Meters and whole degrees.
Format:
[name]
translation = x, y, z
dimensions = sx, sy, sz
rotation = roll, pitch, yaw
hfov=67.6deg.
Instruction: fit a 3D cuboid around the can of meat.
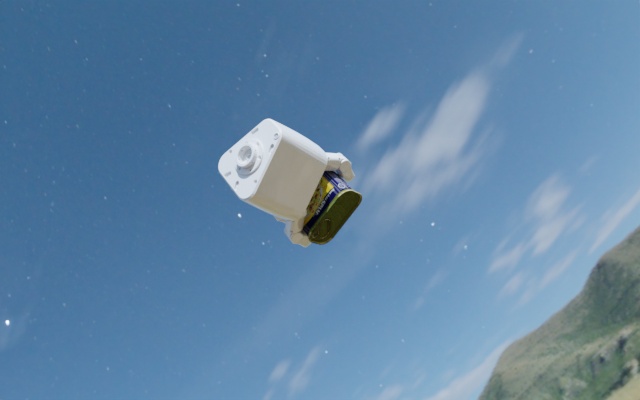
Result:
[can of meat]
translation = 0.000, 0.002, 0.739
dimensions = 0.057, 0.102, 0.084
rotation = 19, 22, -52
